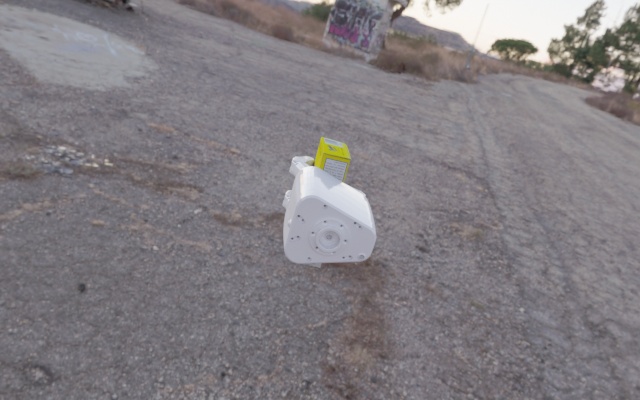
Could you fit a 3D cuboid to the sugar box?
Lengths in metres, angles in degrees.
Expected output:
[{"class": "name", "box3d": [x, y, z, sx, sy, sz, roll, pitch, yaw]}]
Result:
[{"class": "sugar box", "box3d": [0.000, 0.002, 0.717, 0.048, 0.176, 0.093, 15, 20, -7]}]
